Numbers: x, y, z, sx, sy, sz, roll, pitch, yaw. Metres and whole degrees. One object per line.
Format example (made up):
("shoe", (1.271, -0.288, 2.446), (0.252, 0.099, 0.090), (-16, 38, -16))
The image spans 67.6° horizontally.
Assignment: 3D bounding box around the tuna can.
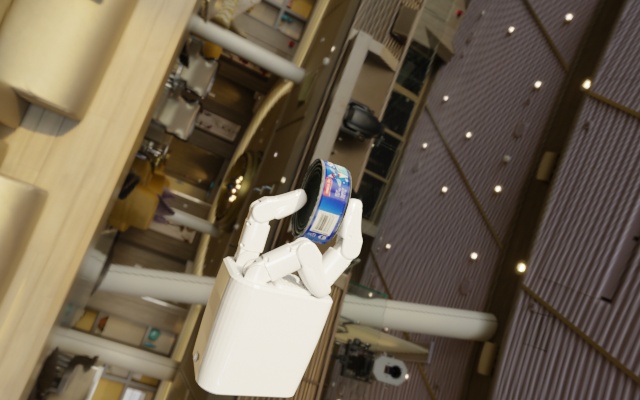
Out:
("tuna can", (0.001, 0.002, 0.500), (0.034, 0.086, 0.086), (17, -5, -16))
